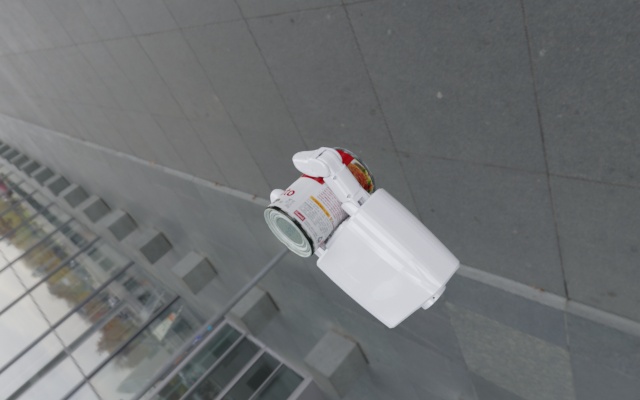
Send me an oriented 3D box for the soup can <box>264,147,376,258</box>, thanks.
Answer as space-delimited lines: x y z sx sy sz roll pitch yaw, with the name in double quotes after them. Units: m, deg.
0.000 0.001 0.497 0.102 0.068 0.068 -44 22 -25 "soup can"
